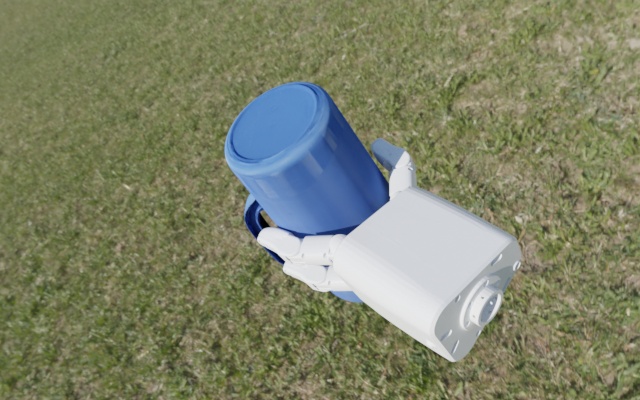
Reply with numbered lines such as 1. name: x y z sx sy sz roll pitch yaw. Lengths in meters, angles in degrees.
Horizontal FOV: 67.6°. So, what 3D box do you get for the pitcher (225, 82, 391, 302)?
1. pitcher: 0.000 0.002 0.500 0.145 0.149 0.243 34 -13 43
